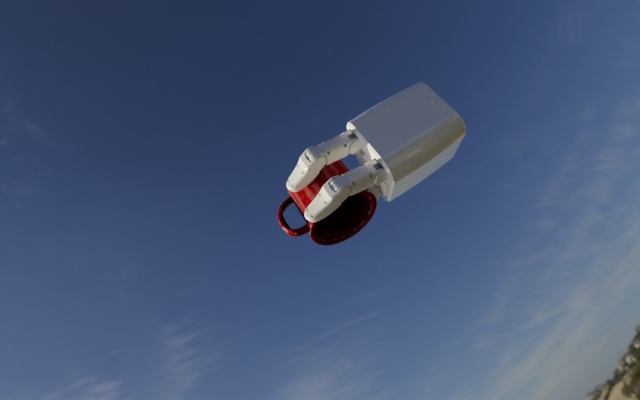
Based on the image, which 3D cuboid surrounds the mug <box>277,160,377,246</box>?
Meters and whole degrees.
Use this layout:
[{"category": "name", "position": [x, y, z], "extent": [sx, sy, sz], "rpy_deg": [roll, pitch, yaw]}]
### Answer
[{"category": "mug", "position": [-0.001, 0.003, 0.600], "extent": [0.117, 0.081, 0.093], "rpy_deg": [-31, -35, -6]}]
